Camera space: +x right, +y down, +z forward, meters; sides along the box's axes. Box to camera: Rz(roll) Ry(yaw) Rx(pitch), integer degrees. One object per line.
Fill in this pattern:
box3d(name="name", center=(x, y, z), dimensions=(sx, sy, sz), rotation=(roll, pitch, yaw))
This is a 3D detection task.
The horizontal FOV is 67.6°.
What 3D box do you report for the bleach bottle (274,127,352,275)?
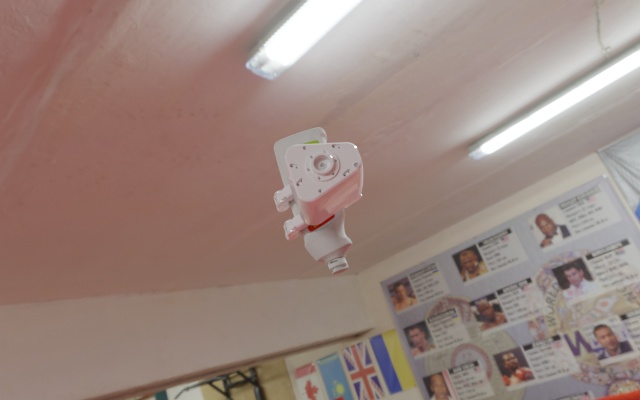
box3d(name="bleach bottle", center=(0.000, 0.003, 0.827), dimensions=(0.102, 0.250, 0.068), rotation=(-19, -19, -3))
